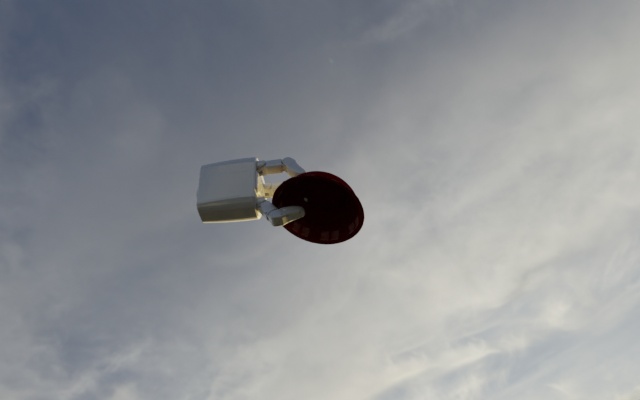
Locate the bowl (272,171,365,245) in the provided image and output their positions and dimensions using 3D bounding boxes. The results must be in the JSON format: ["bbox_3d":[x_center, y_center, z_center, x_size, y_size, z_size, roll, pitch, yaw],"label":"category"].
[{"bbox_3d":[0.002,0.003,0.832,0.162,0.162,0.055,0,42,16],"label":"bowl"}]
